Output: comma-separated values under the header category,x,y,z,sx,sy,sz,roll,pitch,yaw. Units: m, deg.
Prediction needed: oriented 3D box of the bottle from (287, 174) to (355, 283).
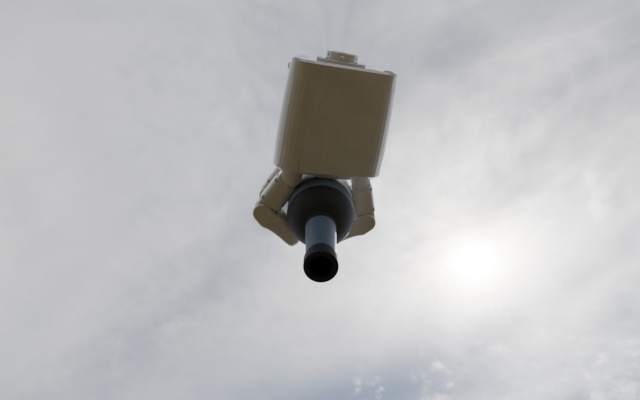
category,x,y,z,sx,sy,sz,roll,pitch,yaw
bottle,0.000,0.002,0.501,0.069,0.069,0.295,0,20,0
